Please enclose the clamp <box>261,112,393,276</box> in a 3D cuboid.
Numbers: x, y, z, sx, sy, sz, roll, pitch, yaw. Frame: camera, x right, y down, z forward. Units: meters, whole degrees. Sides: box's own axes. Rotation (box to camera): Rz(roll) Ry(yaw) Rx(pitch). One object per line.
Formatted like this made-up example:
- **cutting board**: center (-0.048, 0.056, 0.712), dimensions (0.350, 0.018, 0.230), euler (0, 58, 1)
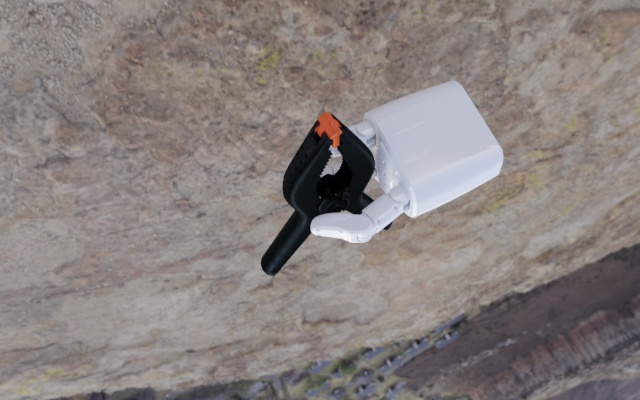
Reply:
- **clamp**: center (0.001, 0.002, 0.483), dimensions (0.164, 0.036, 0.210), euler (-25, -33, -9)
